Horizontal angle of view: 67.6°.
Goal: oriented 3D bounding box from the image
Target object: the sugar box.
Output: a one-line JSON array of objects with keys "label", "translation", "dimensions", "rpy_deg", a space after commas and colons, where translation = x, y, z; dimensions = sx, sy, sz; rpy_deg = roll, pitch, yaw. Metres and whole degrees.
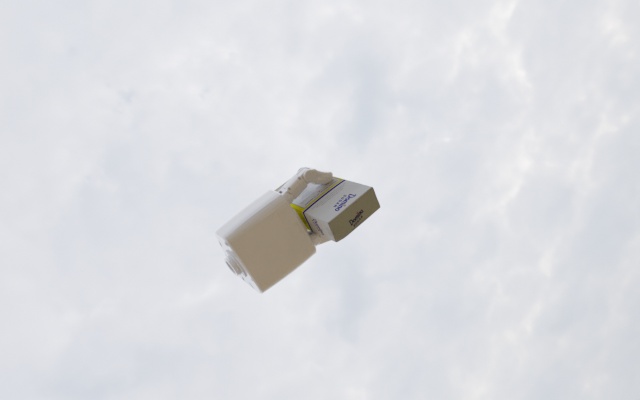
[{"label": "sugar box", "translation": [0.000, 0.003, 0.746], "dimensions": [0.093, 0.048, 0.176], "rpy_deg": [-38, 34, -22]}]
